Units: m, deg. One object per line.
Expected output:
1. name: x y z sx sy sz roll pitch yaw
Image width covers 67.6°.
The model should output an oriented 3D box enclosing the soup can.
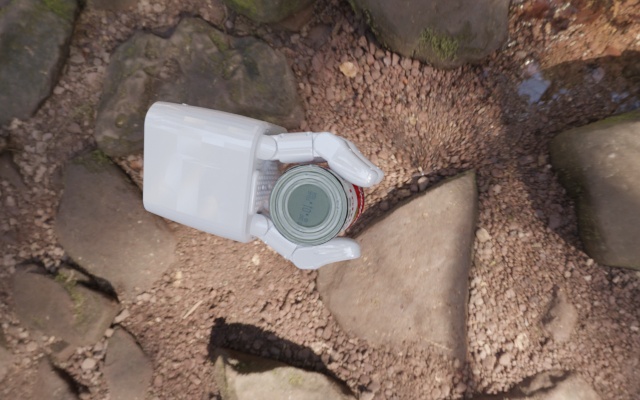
1. soup can: 0.000 0.002 0.428 0.068 0.068 0.102 0 3 12
